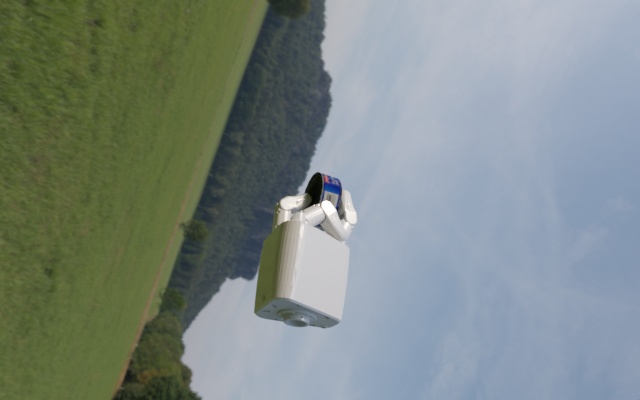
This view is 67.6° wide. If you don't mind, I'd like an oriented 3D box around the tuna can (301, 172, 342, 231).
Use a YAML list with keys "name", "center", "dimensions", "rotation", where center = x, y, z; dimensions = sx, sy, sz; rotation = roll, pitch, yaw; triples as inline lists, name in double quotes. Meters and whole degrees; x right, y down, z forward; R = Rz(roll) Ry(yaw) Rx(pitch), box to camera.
- name: "tuna can"
  center: [0.001, 0.002, 0.722]
  dimensions: [0.034, 0.086, 0.086]
  rotation: [15, -5, -18]
